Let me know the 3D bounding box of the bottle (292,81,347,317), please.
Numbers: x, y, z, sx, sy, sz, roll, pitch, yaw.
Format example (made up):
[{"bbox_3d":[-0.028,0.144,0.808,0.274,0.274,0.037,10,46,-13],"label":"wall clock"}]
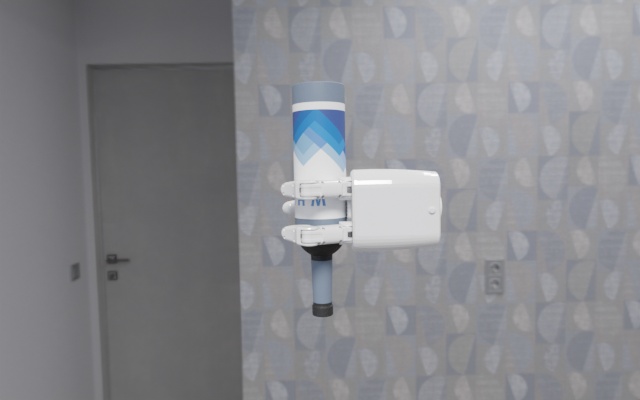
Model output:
[{"bbox_3d":[0.000,0.002,0.613,0.069,0.296,0.069,-1,4,0],"label":"bottle"}]
